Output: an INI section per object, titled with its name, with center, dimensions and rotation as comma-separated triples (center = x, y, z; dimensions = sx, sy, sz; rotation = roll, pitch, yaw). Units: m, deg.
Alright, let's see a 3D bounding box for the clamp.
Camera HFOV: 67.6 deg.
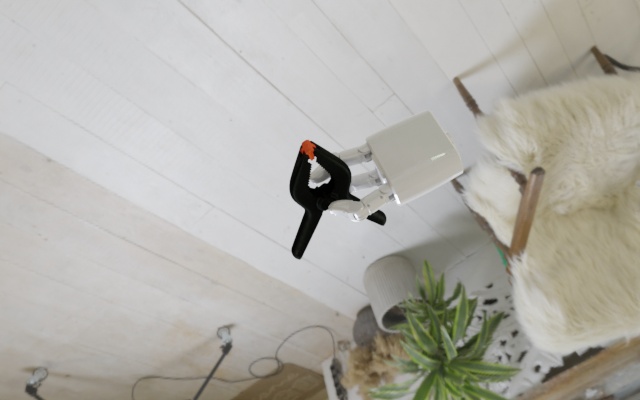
[clamp]
center = 0.000, 0.002, 0.723
dimensions = 0.164, 0.210, 0.036
rotation = -28, 42, 2
